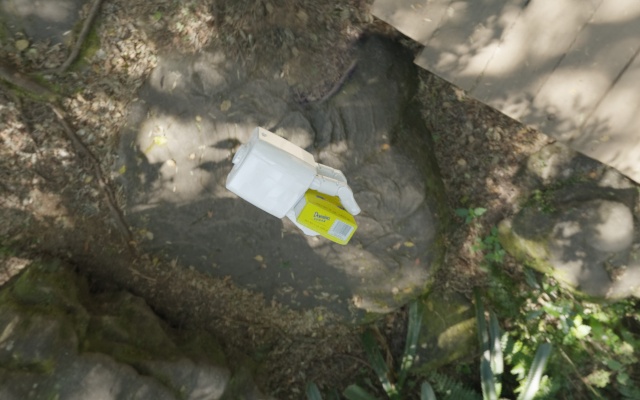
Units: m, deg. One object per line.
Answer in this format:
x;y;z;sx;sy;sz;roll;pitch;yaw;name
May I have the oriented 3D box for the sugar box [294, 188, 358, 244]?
0.000;0.002;0.813;0.093;0.048;0.176;27;19;-18;sugar box
